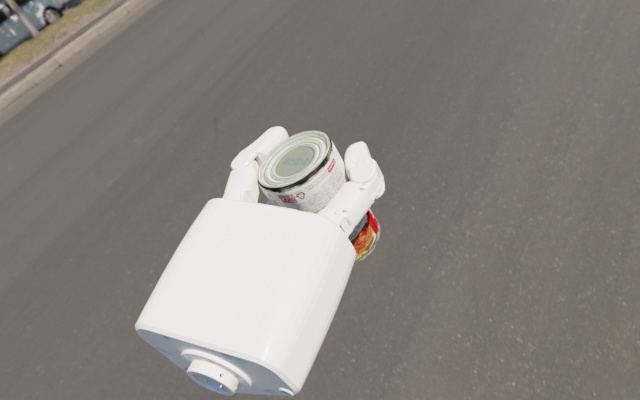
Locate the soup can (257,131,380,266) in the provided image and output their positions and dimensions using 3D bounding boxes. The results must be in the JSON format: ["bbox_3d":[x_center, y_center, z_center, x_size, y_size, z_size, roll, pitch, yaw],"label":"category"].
[{"bbox_3d":[0.000,0.001,0.401,0.068,0.068,0.102,0,-43,36],"label":"soup can"}]
